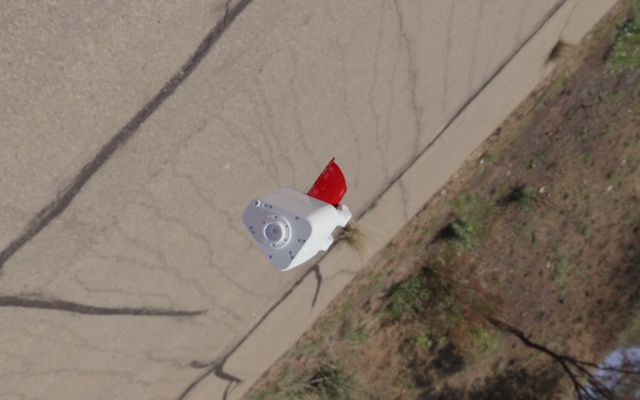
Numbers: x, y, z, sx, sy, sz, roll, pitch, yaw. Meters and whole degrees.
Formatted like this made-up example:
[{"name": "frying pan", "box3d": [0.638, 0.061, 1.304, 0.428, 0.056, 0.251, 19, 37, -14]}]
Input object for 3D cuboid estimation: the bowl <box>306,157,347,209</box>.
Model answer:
[{"name": "bowl", "box3d": [0.001, 0.002, 0.861, 0.055, 0.162, 0.162, 34, -1, -1]}]
